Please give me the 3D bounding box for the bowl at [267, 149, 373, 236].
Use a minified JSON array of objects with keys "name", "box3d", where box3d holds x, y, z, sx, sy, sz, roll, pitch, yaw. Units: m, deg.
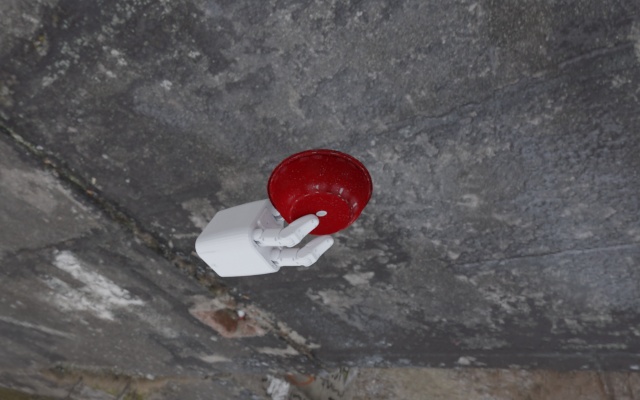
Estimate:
[{"name":"bowl","box3d":[0.001,0.002,0.709,0.162,0.162,0.055,-1,45,-1]}]
